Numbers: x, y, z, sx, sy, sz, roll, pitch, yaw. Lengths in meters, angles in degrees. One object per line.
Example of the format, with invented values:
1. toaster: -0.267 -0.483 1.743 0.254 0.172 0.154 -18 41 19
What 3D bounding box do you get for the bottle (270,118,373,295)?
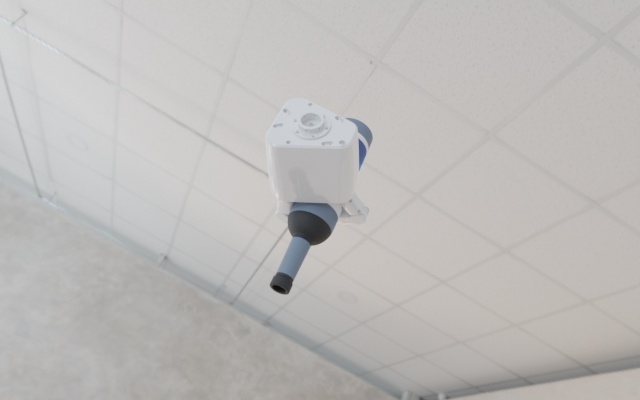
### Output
1. bottle: 0.000 0.002 0.685 0.069 0.295 0.069 17 -35 12
